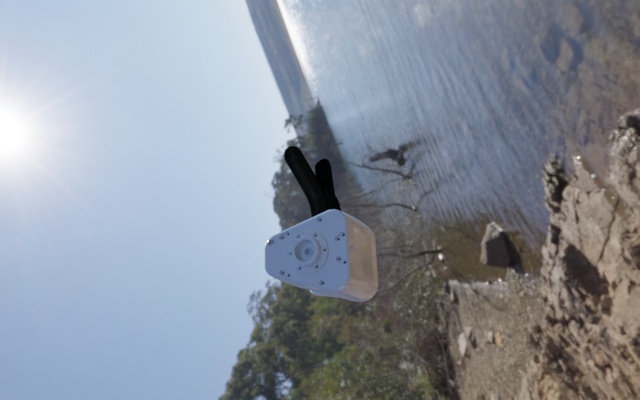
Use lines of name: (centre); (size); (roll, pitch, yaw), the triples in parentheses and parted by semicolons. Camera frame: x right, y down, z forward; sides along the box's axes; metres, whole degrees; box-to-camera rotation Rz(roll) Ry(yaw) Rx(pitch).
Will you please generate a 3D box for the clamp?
clamp: (0.000, 0.003, 0.666); (0.039, 0.171, 0.120); (-29, -25, 25)
